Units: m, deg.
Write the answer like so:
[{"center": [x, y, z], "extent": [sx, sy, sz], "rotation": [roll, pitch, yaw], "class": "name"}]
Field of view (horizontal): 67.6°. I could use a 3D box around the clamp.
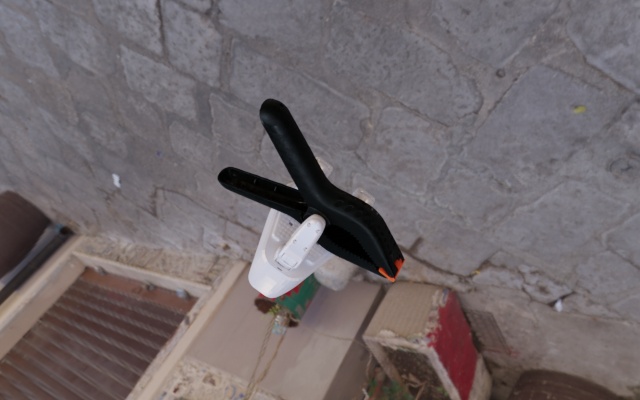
[{"center": [0.000, 0.002, 0.455], "extent": [0.210, 0.036, 0.165], "rotation": [36, -29, -2], "class": "clamp"}]
